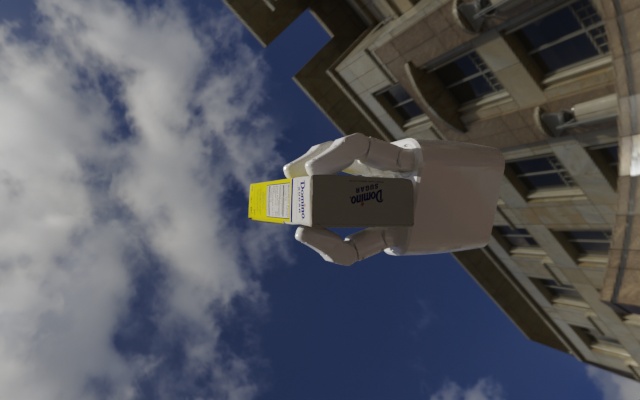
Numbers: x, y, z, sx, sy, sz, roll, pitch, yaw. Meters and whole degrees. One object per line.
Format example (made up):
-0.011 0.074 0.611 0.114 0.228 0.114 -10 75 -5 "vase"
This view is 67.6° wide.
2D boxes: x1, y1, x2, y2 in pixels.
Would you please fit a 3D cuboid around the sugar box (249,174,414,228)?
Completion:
0.000 0.001 0.446 0.093 0.048 0.176 1 -3 -24 "sugar box"
